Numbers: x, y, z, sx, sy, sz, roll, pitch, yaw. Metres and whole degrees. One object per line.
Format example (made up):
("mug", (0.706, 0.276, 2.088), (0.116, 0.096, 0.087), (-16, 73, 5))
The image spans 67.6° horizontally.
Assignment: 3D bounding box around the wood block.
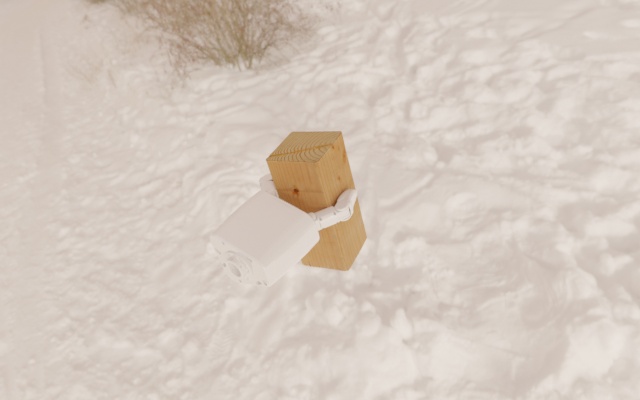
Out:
("wood block", (0.000, 0.003, 0.757), (0.091, 0.206, 0.090), (4, 38, 29))
